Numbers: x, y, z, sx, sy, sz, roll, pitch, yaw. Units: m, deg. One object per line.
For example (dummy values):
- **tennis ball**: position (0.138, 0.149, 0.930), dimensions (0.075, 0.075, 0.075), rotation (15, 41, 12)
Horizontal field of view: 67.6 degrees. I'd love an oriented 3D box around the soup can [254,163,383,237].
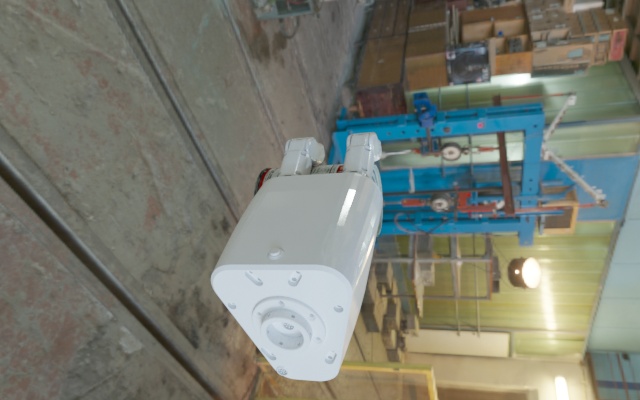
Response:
- **soup can**: position (0.000, 0.001, 0.431), dimensions (0.102, 0.068, 0.068), rotation (-2, -1, 18)
